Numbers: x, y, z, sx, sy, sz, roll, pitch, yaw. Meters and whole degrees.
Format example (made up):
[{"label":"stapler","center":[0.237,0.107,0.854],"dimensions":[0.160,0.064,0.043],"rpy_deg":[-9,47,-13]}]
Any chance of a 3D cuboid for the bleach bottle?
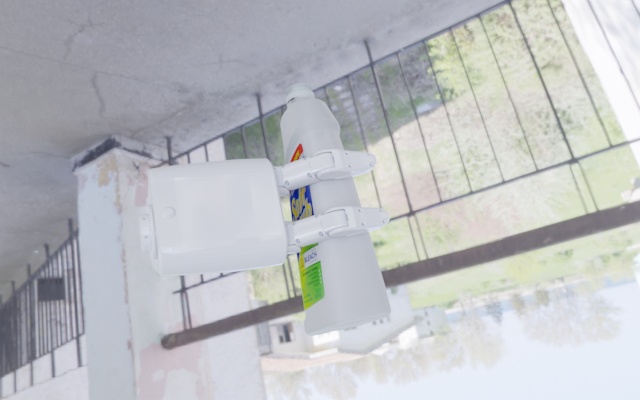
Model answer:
[{"label":"bleach bottle","center":[0.000,0.002,0.484],"dimensions":[0.068,0.250,0.103],"rpy_deg":[-6,-19,-22]}]
